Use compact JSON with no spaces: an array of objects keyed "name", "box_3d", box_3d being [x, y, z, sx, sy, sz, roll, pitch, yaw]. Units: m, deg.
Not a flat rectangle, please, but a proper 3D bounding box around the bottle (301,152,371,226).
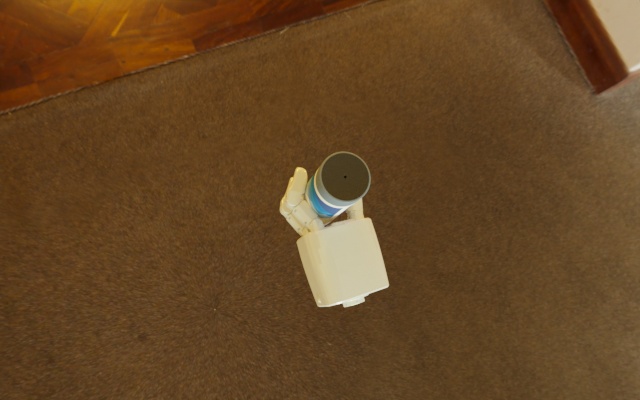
[{"name":"bottle","box_3d":[0.000,0.002,0.734,0.069,0.069,0.296,0,-13,-12]}]
